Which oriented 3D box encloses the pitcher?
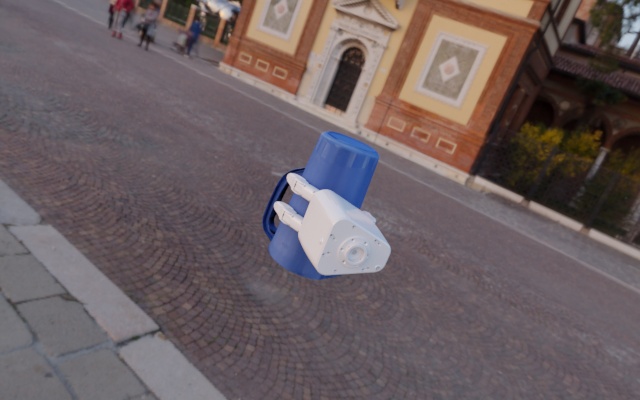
[{"bbox_3d":[0.000,0.003,0.845,0.149,0.243,0.145,17,16,-19],"label":"pitcher"}]
